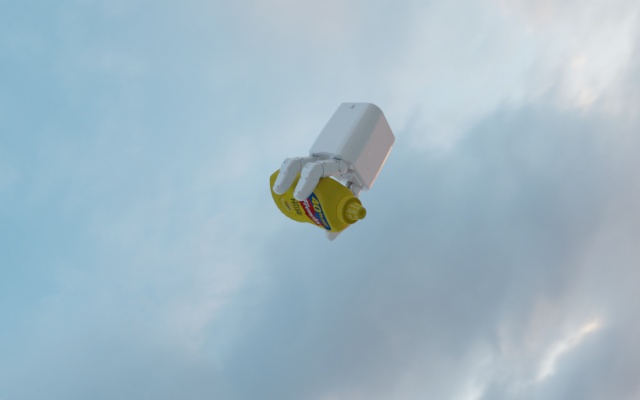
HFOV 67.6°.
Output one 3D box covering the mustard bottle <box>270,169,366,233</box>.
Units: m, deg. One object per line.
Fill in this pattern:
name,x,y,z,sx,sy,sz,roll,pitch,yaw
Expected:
mustard bottle,0.000,0.003,0.744,0.058,0.096,0.191,-38,31,-27
